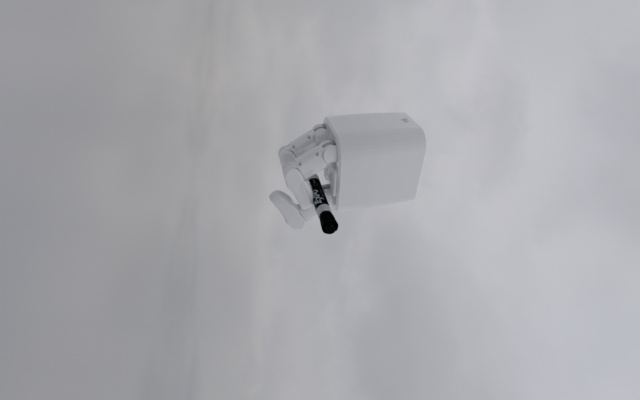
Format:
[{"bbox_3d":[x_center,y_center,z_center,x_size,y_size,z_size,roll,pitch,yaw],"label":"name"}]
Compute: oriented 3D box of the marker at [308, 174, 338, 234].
[{"bbox_3d":[0.000,0.002,0.562,0.020,0.020,0.121,0,29,-12],"label":"marker"}]
